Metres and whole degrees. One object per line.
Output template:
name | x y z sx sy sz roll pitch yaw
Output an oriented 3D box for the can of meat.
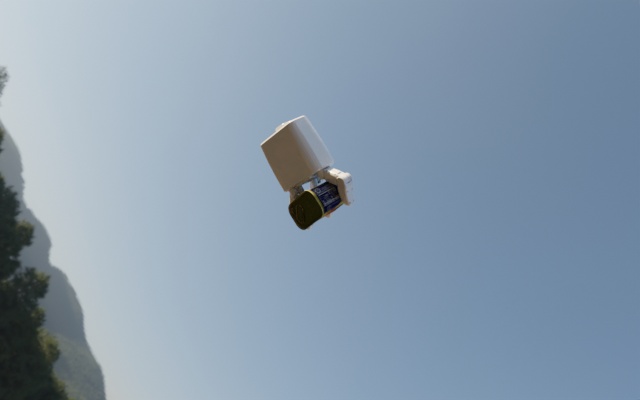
can of meat | 0.000 0.003 0.899 0.084 0.057 0.102 -29 -6 -36
